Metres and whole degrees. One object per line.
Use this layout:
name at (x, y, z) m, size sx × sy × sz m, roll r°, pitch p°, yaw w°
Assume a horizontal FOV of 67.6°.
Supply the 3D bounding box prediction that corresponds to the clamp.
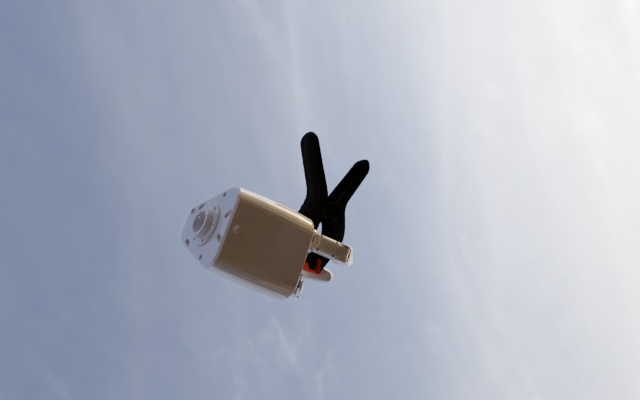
clamp at (0.000, 0.002, 0.599) m, size 0.120 × 0.171 × 0.039 m, roll 30°, pitch -19°, yaw -35°
